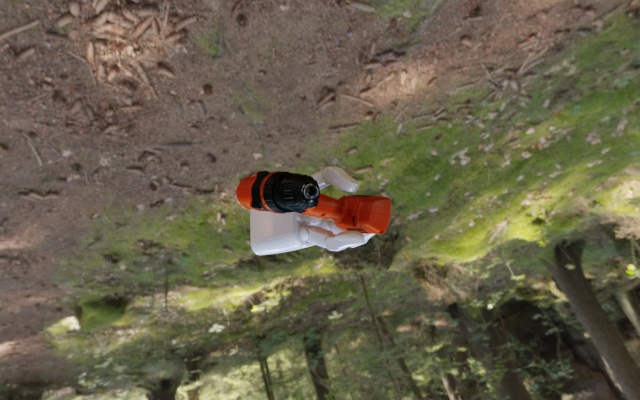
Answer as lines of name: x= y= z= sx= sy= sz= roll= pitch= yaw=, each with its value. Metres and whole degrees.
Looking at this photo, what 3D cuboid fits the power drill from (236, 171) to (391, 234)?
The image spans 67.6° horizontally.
power drill: x=0.000 y=0.002 z=0.637 sx=0.188 sy=0.057 sz=0.184 roll=15 pitch=-5 yaw=-30
